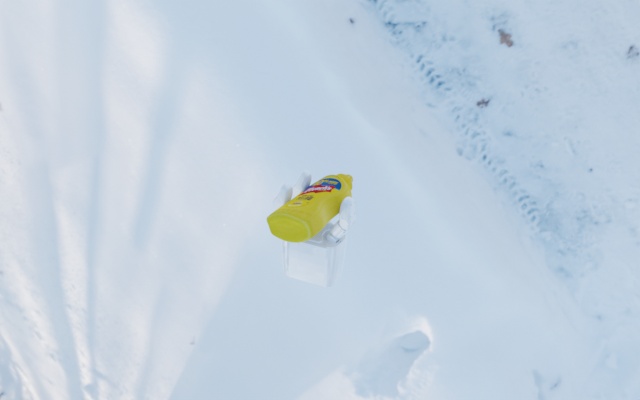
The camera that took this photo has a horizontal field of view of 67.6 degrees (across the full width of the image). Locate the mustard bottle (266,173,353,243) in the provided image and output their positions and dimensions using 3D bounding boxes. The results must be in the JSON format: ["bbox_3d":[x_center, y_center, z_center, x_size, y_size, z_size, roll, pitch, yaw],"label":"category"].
[{"bbox_3d":[0.000,0.003,0.838,0.096,0.058,0.191,0,27,41],"label":"mustard bottle"}]
